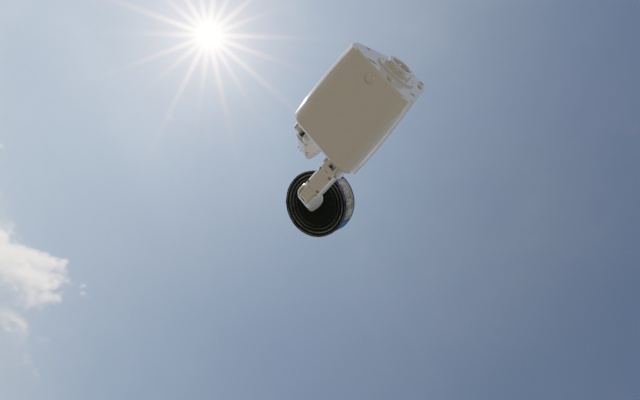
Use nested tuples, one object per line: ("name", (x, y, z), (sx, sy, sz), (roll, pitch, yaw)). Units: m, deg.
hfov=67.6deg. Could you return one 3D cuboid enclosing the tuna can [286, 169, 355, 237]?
("tuna can", (0.000, 0.002, 0.617), (0.086, 0.086, 0.033), (0, 10, 29))
